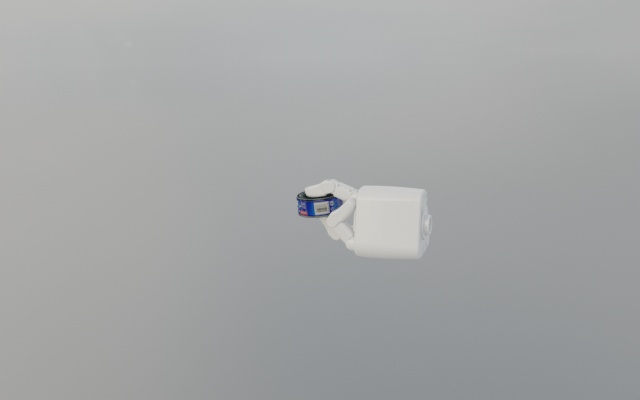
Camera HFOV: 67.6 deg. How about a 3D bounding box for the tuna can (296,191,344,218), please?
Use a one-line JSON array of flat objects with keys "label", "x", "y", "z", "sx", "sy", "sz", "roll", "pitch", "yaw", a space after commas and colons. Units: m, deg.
[{"label": "tuna can", "x": 0.000, "y": 0.002, "z": 0.853, "sx": 0.086, "sy": 0.034, "sz": 0.086, "roll": -7, "pitch": 14, "yaw": 2}]
